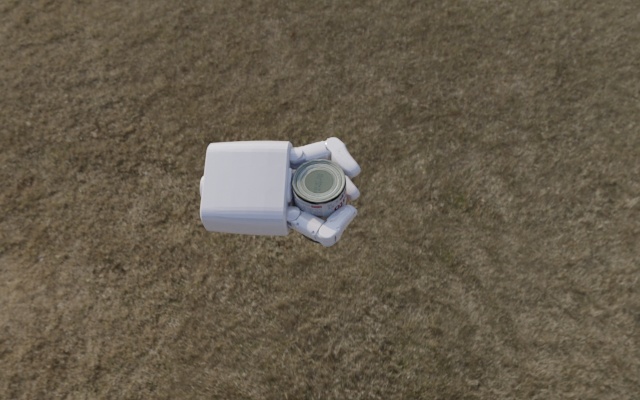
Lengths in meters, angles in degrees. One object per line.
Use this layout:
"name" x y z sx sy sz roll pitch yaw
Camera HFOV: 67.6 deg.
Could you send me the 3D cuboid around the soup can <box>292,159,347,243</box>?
"soup can" 0.001 0.002 0.616 0.068 0.068 0.102 0 -33 3
